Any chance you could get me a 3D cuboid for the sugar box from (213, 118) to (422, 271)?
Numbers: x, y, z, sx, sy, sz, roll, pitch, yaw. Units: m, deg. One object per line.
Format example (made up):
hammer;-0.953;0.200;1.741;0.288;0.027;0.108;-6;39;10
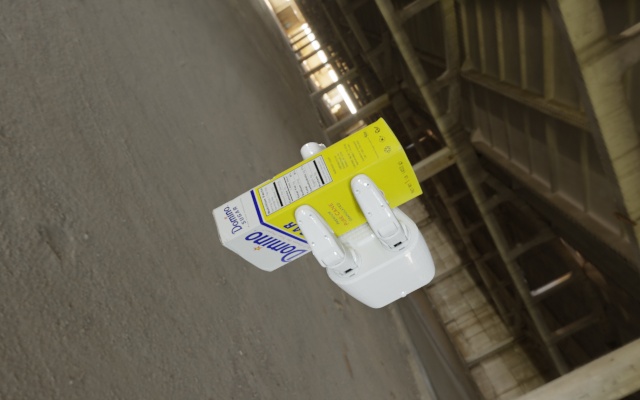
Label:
sugar box;0.000;0.002;0.446;0.176;0.048;0.093;-31;-32;8
